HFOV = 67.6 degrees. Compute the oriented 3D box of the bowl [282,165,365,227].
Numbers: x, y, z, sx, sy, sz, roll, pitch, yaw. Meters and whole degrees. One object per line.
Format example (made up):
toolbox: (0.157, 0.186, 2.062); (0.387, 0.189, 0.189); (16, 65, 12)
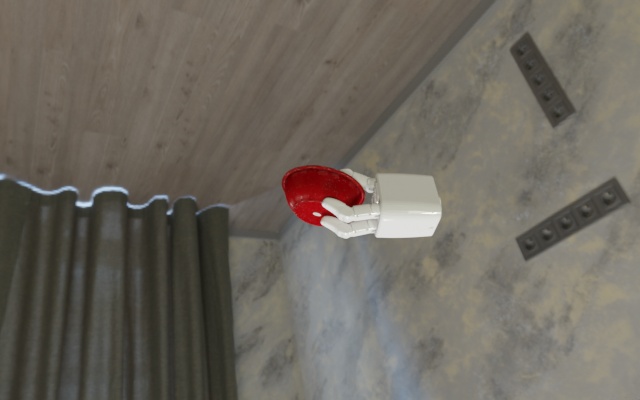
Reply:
bowl: (-0.001, 0.003, 0.892); (0.162, 0.055, 0.162); (10, -31, 6)
